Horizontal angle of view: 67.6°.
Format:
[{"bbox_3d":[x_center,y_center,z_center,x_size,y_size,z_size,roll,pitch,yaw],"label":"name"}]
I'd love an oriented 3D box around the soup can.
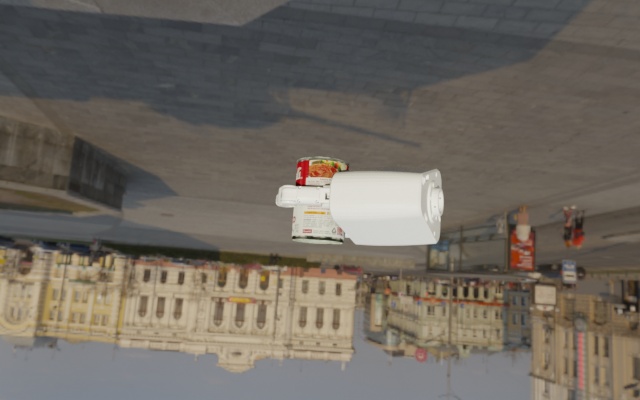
[{"bbox_3d":[0.000,0.002,0.608,0.068,0.102,0.068,4,-9,1],"label":"soup can"}]
